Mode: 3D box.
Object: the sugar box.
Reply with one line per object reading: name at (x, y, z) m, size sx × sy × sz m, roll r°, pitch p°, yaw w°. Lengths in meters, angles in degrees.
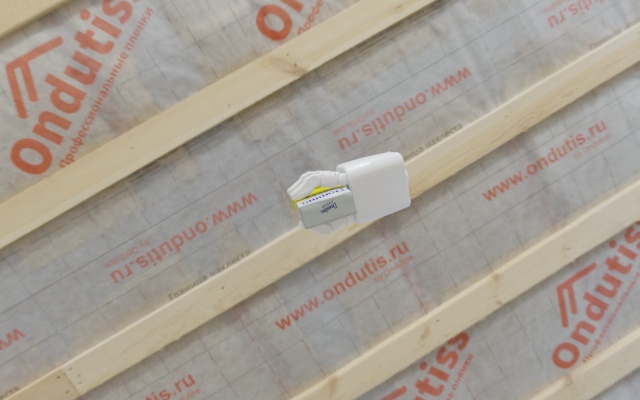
sugar box at (0.000, 0.002, 0.858) m, size 0.093 × 0.048 × 0.176 m, roll -17°, pitch 8°, yaw -7°
